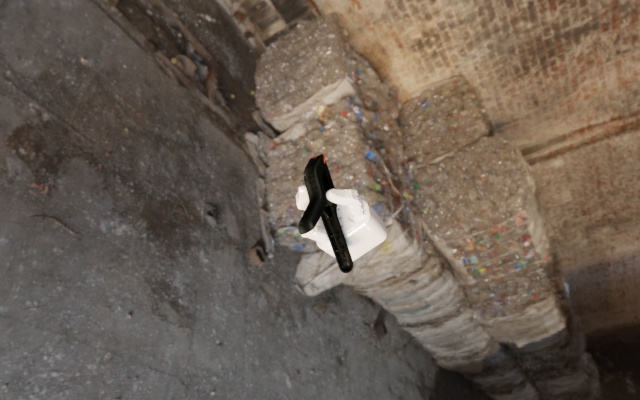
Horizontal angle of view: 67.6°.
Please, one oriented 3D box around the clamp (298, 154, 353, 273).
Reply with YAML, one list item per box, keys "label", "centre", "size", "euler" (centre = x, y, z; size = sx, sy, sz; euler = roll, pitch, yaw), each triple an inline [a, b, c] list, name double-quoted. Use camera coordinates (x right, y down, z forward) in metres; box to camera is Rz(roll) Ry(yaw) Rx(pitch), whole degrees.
- label: "clamp"
  centre: [0.001, 0.002, 0.797]
  size: [0.036, 0.209, 0.165]
  euler: [-19, -31, 18]
